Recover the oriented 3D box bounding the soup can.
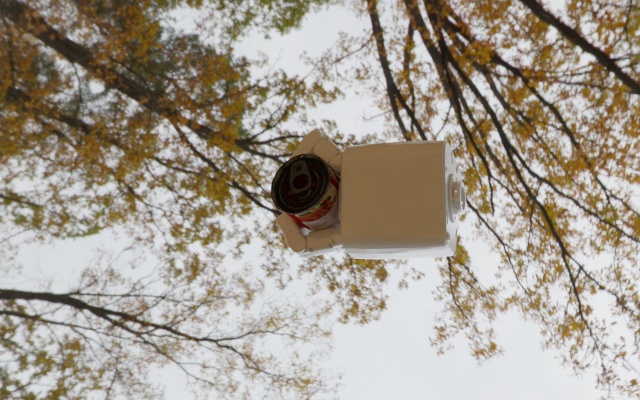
[{"bbox_3d":[0.000,0.002,0.526,0.068,0.068,0.102,0,-23,28],"label":"soup can"}]
